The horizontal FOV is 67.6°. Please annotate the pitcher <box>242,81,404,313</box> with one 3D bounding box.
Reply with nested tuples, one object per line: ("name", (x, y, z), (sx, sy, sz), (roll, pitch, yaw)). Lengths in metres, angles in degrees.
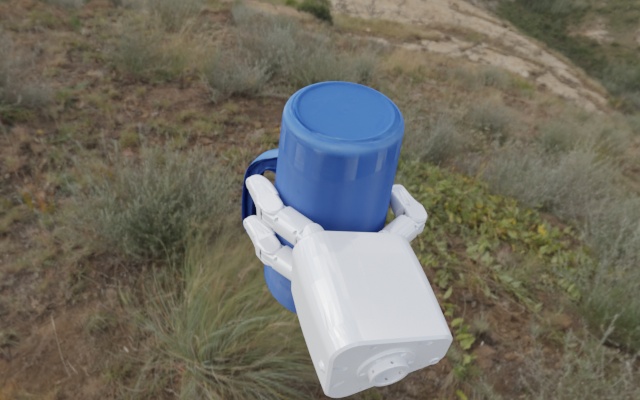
("pitcher", (0.000, 0.002, 0.500), (0.149, 0.145, 0.243), (-8, -43, -15))
